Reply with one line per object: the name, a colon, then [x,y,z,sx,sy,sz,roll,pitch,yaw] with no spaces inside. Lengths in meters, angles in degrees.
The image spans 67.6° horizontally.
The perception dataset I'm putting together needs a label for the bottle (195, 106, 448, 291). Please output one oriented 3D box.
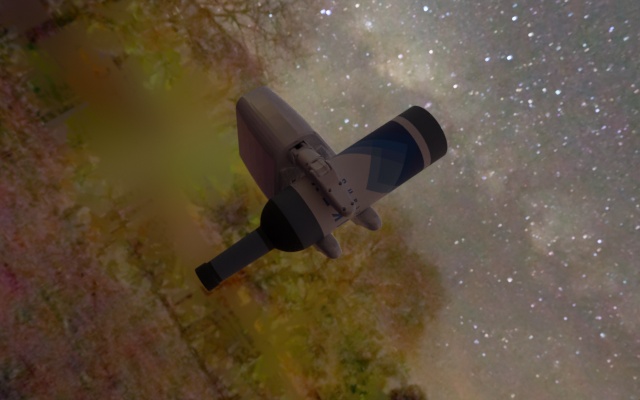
bottle: [0.000,0.002,0.512,0.295,0.069,0.069,-33,7,-10]
